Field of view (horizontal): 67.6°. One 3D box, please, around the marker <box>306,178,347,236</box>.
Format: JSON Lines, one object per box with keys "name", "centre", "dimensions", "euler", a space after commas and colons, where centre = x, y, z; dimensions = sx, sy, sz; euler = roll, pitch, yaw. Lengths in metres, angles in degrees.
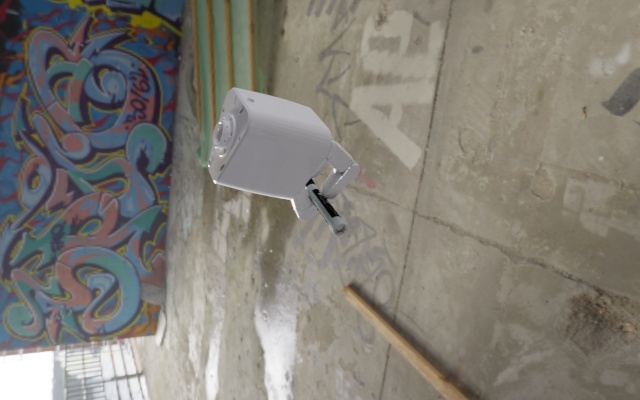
{"name": "marker", "centre": [0.000, 0.002, 0.610], "dimensions": [0.020, 0.020, 0.121], "euler": [0, 33, -28]}
